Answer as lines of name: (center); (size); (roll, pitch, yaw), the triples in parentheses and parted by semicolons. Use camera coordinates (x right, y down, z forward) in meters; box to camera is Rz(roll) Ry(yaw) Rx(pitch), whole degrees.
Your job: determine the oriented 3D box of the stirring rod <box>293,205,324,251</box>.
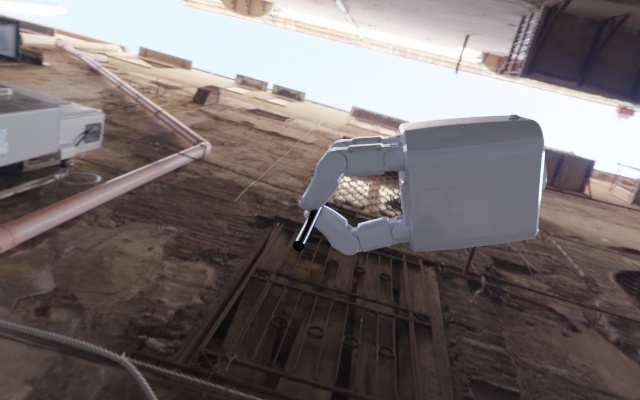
stirring rod: (0.000, 0.002, 0.442); (0.011, 0.011, 0.239); (0, 14, 7)
